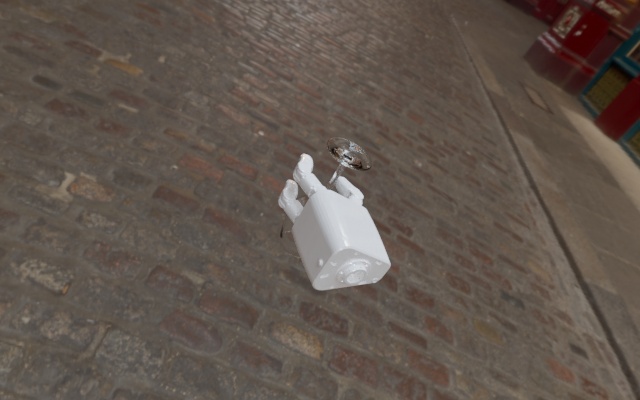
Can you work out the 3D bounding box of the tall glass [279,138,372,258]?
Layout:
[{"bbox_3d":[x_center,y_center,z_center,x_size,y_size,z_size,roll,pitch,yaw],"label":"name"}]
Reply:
[{"bbox_3d":[0.000,0.002,0.753,0.079,0.201,0.079,21,35,-15],"label":"tall glass"}]
